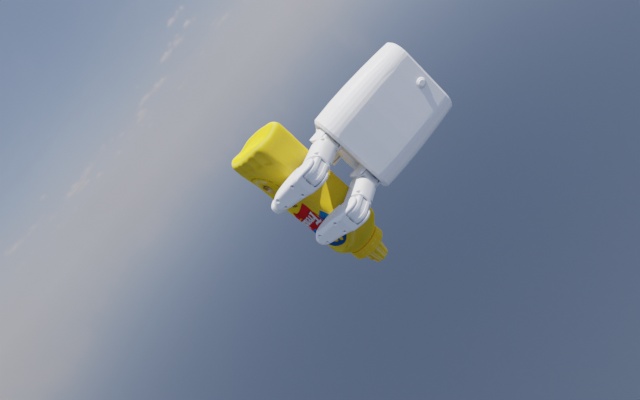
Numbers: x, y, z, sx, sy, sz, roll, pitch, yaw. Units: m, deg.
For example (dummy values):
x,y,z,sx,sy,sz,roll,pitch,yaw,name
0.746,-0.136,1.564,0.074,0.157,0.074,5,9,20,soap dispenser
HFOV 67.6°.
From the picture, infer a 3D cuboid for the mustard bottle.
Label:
x,y,z,sx,sy,sz,roll,pitch,yaw,name
0.000,0.002,0.505,0.192,0.058,0.096,40,-22,-18,mustard bottle
